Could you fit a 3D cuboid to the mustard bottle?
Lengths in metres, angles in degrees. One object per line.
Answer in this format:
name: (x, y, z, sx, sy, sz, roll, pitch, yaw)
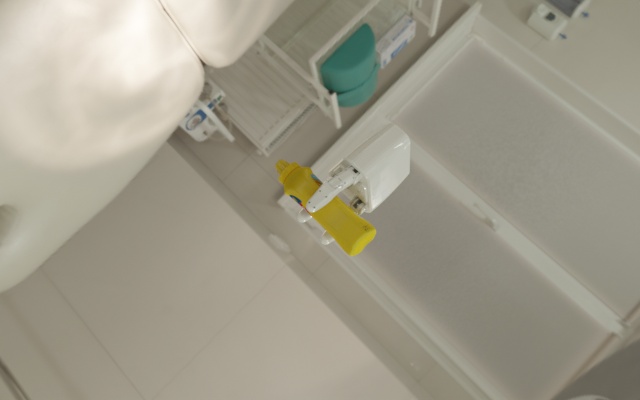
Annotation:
mustard bottle: (0.000, 0.003, 0.749, 0.191, 0.058, 0.096, 44, 3, 14)
